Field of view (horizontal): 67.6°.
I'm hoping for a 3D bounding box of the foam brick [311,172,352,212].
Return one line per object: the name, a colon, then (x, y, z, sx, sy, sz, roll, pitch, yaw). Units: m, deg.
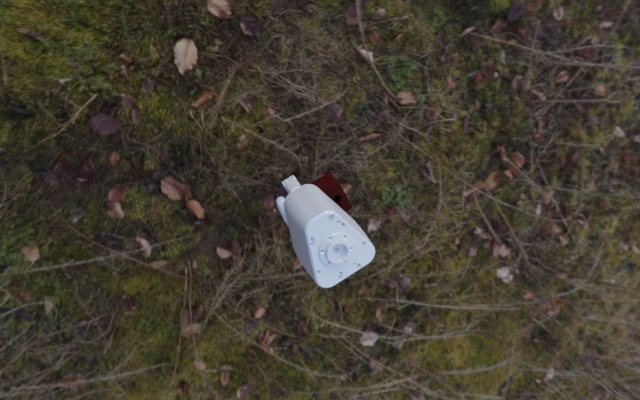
foam brick: (0.000, 0.002, 0.741, 0.078, 0.053, 0.051, -32, 25, -4)
